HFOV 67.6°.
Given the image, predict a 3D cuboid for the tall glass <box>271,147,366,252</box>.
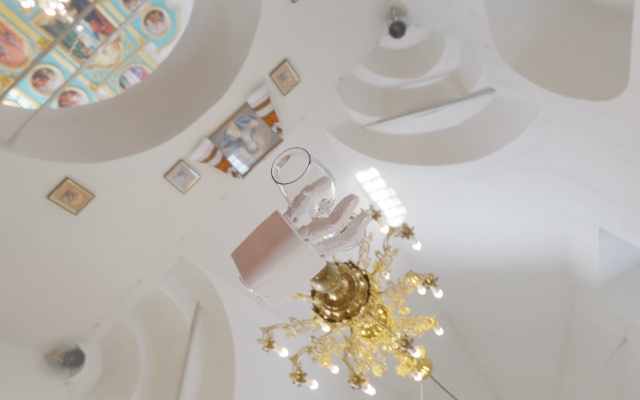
[{"bbox_3d":[0.000,0.003,0.728,0.079,0.079,0.201,0,-31,29],"label":"tall glass"}]
